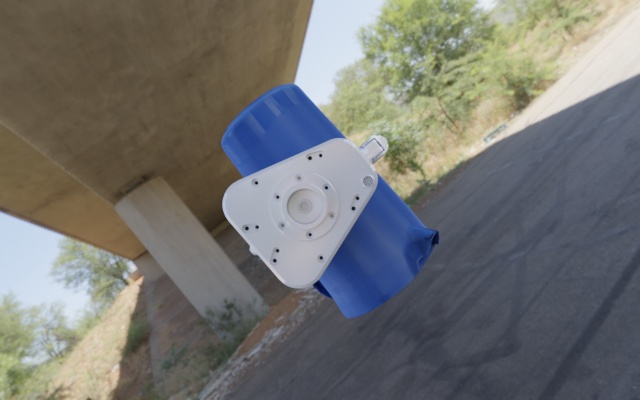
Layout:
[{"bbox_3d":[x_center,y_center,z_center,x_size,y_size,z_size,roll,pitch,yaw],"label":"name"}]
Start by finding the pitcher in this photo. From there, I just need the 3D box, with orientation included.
[{"bbox_3d":[0.000,0.002,0.531,0.149,0.243,0.145,-39,1,1],"label":"pitcher"}]
